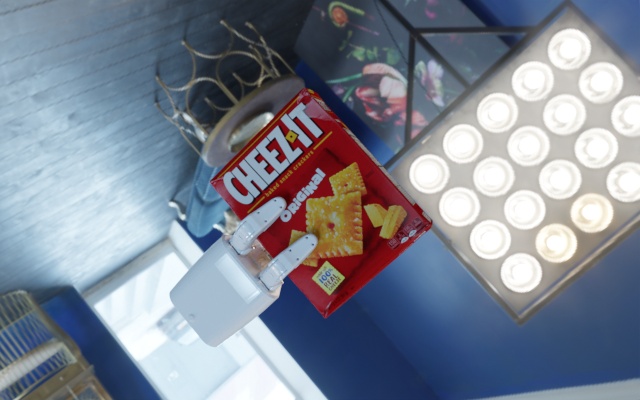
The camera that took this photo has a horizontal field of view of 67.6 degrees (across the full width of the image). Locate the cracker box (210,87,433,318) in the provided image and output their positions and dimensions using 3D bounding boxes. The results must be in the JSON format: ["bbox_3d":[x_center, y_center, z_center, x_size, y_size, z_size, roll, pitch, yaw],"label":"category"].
[{"bbox_3d":[0.000,0.002,0.565,0.164,0.213,0.072,-43,-6,11],"label":"cracker box"}]
